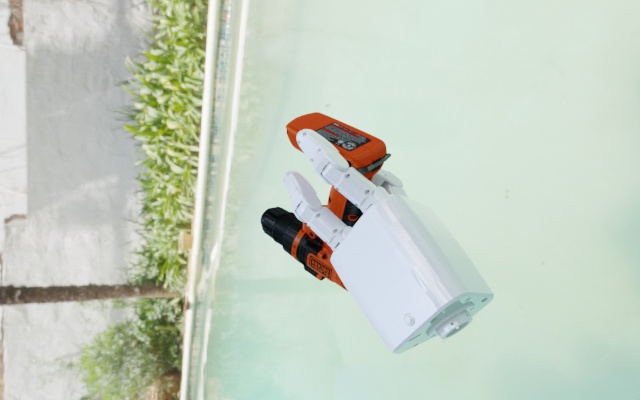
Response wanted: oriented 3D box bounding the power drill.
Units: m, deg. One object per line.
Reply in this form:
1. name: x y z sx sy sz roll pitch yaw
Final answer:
1. power drill: 0.000 0.002 0.533 0.184 0.188 0.057 28 44 31
